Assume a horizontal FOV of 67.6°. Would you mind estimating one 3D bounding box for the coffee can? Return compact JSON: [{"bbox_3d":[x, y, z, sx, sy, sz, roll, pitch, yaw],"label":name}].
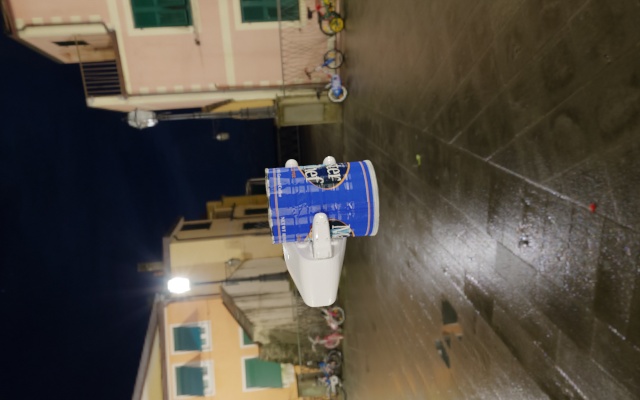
[{"bbox_3d":[0.000,0.002,0.644,0.140,0.103,0.103,-5,0,-5],"label":"coffee can"}]
